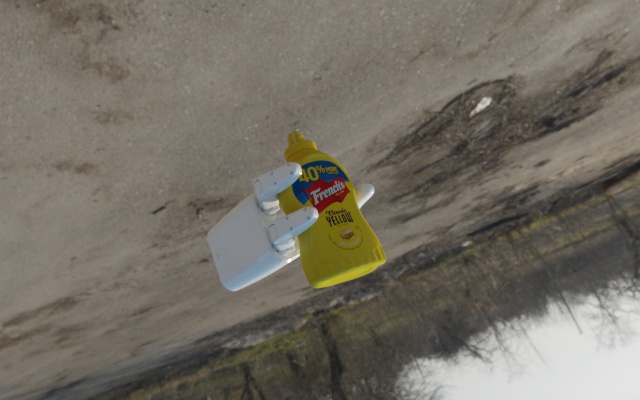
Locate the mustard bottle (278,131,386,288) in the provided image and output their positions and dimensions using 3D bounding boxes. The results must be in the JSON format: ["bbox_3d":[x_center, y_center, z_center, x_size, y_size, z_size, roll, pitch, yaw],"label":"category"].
[{"bbox_3d":[0.000,0.002,0.570,0.096,0.191,0.058,-11,-21,-30],"label":"mustard bottle"}]
